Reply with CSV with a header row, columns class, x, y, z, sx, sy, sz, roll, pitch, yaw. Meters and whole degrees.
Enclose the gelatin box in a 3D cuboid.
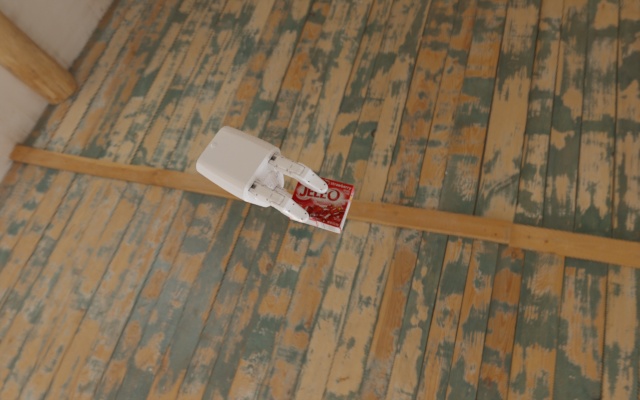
class,x,y,z,sx,sy,sz,roll,pitch,yaw
gelatin box,0.000,0.003,0.742,0.089,0.073,0.030,16,-20,12
